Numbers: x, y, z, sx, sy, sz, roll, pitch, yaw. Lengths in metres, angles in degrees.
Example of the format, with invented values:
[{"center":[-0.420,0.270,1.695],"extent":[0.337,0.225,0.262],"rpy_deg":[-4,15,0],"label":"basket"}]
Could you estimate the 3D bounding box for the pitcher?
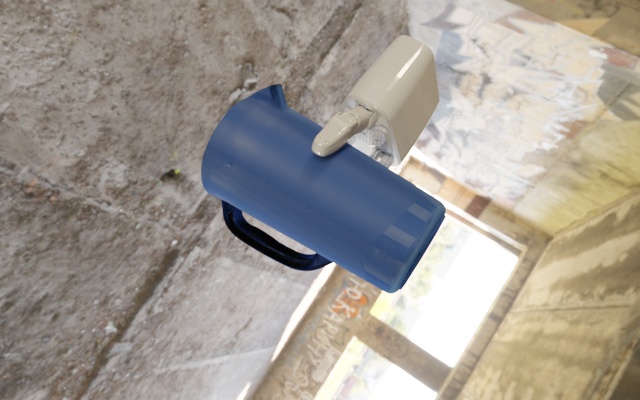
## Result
[{"center":[0.000,0.002,0.519],"extent":[0.243,0.145,0.149],"rpy_deg":[31,-20,16],"label":"pitcher"}]
